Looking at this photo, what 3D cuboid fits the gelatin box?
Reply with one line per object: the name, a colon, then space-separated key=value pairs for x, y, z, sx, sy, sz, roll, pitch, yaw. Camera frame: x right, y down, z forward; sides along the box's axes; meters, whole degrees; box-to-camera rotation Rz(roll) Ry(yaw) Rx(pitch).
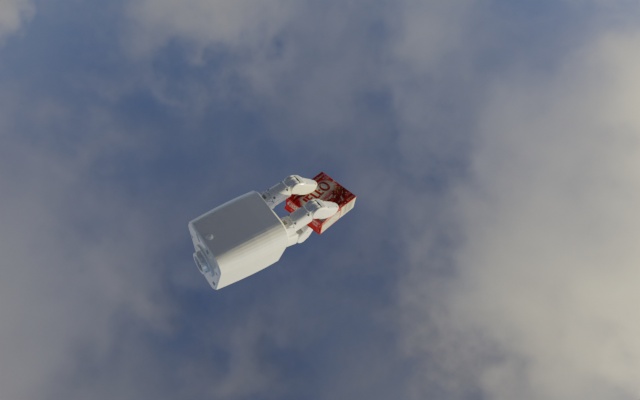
gelatin box: x=0.000 y=0.003 z=0.745 sx=0.073 sy=0.030 sz=0.089 roll=37 pitch=51 yaw=21
